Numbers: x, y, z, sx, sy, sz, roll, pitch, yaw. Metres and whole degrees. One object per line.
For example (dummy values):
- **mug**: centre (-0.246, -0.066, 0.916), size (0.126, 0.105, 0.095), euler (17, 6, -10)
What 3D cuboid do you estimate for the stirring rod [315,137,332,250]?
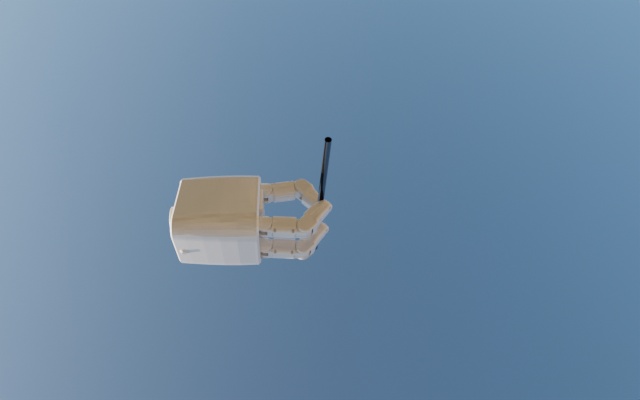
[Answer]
- **stirring rod**: centre (0.000, 0.002, 0.618), size (0.011, 0.011, 0.240), euler (0, -35, -5)
